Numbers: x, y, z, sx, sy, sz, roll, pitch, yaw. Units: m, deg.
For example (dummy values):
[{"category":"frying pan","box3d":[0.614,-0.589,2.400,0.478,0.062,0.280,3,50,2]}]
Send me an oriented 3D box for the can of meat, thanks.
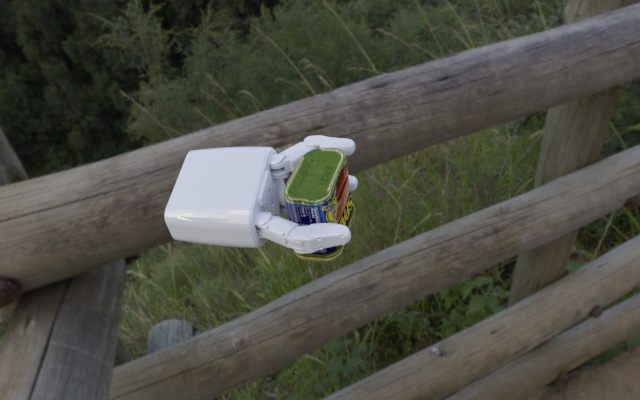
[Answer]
[{"category":"can of meat","box3d":[0.000,0.002,0.534,0.057,0.084,0.102,4,41,18]}]
